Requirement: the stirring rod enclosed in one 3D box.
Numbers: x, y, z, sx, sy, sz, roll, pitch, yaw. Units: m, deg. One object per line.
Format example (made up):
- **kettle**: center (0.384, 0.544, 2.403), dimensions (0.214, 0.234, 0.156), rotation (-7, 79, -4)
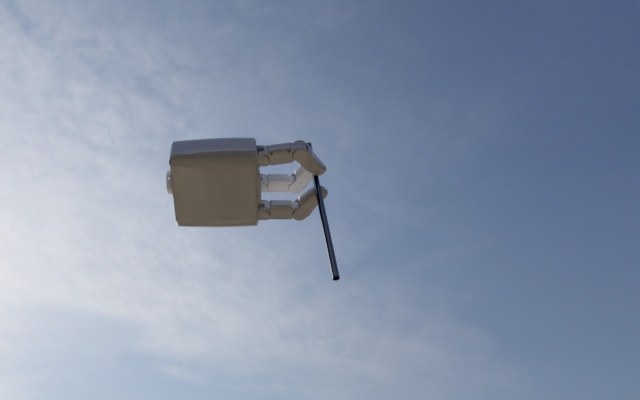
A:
- **stirring rod**: center (0.000, 0.002, 0.603), dimensions (0.011, 0.011, 0.239), rotation (0, 43, -11)
